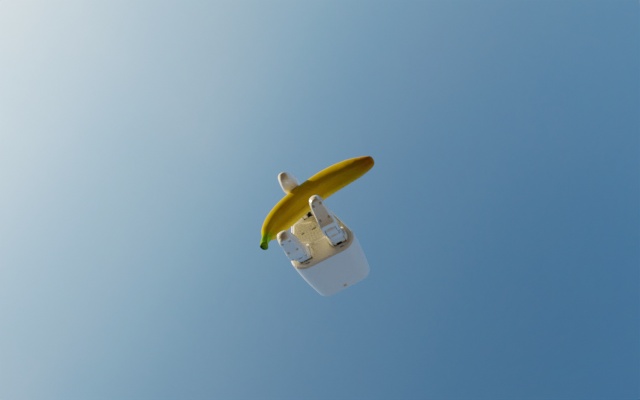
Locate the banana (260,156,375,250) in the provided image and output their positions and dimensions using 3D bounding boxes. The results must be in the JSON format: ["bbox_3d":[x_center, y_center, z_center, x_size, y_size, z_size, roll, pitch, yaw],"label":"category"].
[{"bbox_3d":[-0.012,-0.002,0.667,0.198,0.037,0.069,-40,35,-12],"label":"banana"}]
